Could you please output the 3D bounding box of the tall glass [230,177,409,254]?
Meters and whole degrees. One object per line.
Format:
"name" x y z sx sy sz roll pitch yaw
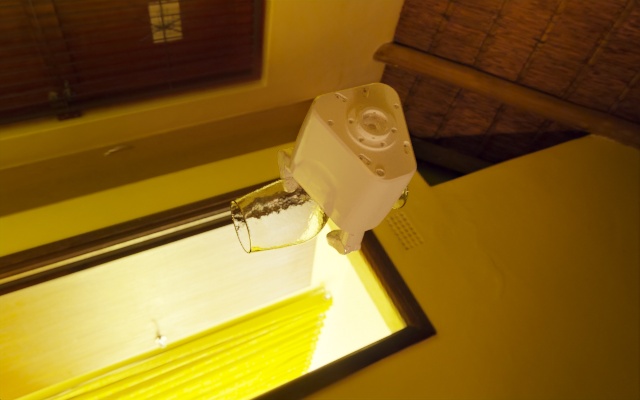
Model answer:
"tall glass" 0.001 0.002 0.560 0.201 0.079 0.079 -18 7 -22
